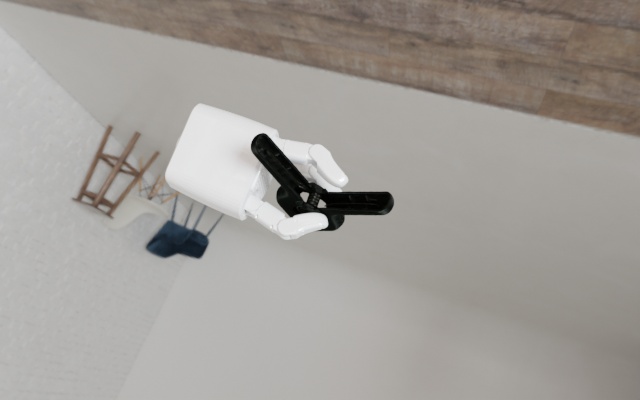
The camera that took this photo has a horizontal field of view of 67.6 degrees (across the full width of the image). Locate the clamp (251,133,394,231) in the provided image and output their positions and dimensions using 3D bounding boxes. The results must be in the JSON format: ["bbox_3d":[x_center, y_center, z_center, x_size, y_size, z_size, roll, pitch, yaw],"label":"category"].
[{"bbox_3d":[0.000,0.003,0.585,0.164,0.036,0.210,24,-19,8],"label":"clamp"}]
